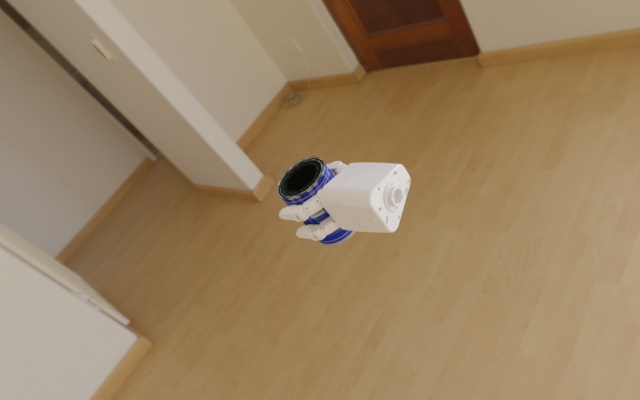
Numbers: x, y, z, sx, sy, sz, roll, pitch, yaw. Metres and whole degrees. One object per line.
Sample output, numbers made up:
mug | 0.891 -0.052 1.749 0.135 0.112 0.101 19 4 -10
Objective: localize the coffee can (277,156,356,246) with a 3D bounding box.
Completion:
coffee can | 0.000 0.003 0.886 0.103 0.102 0.140 0 -40 43
